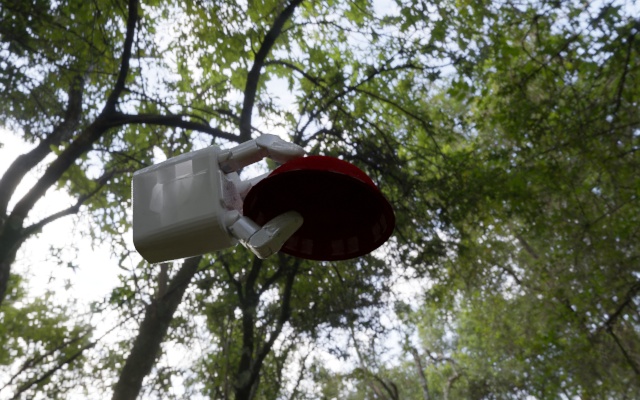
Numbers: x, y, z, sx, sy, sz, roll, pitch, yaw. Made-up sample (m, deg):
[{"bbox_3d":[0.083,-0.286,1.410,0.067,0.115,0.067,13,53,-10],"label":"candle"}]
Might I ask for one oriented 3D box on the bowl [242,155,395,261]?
[{"bbox_3d":[0.001,0.001,0.520,0.162,0.055,0.162,5,-38,4],"label":"bowl"}]
